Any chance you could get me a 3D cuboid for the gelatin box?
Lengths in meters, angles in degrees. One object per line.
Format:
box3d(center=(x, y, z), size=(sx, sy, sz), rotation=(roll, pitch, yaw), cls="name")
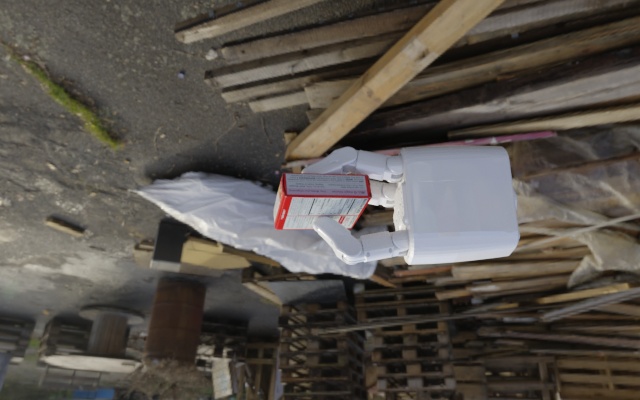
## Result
box3d(center=(0.000, 0.002, 0.490), size=(0.089, 0.030, 0.073), rotation=(0, -29, -13), cls="gelatin box")
